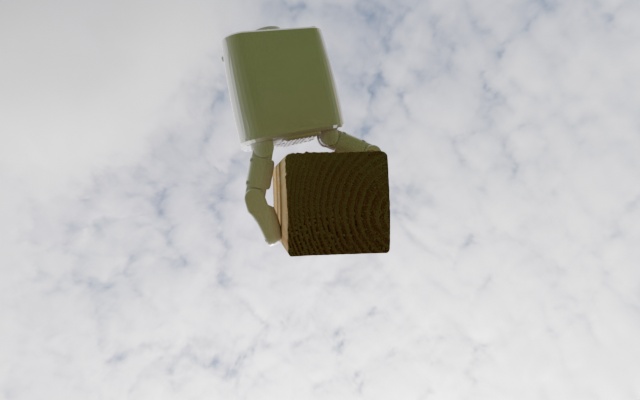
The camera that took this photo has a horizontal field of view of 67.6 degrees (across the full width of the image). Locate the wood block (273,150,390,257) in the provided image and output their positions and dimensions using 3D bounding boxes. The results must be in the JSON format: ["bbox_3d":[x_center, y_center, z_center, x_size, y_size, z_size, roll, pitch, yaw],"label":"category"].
[{"bbox_3d":[0.000,0.001,0.504,0.091,0.090,0.206,-2,1,-8],"label":"wood block"}]
